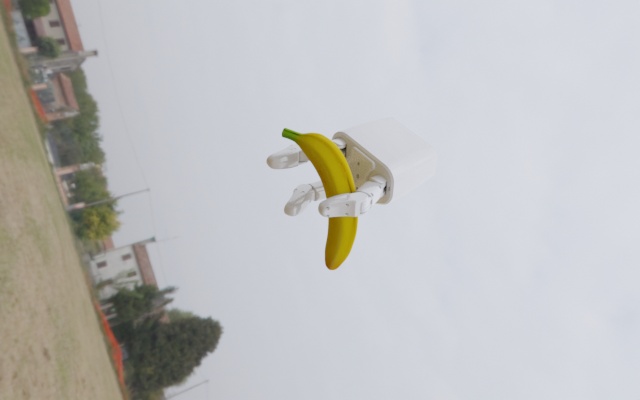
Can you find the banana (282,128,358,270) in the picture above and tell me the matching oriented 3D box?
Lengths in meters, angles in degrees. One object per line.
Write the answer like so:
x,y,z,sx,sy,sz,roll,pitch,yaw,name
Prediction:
0.014,-0.002,0.593,0.069,0.198,0.037,-4,21,37,banana
